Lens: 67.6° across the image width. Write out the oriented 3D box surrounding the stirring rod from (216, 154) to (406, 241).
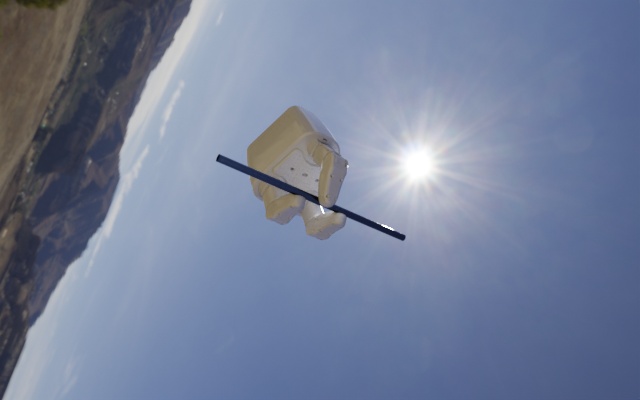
[{"bbox_3d":[0.000,0.002,0.511,0.239,0.011,0.011,23,-11,-27],"label":"stirring rod"}]
